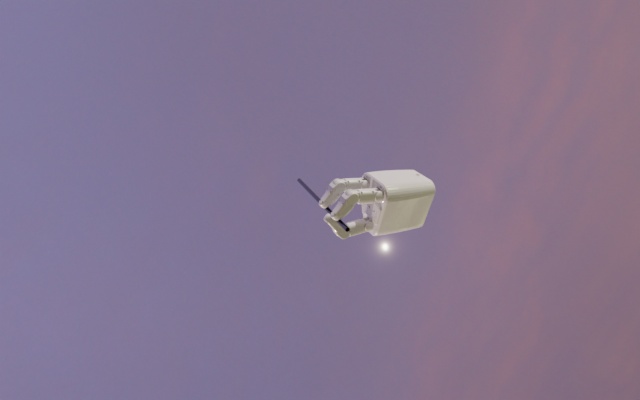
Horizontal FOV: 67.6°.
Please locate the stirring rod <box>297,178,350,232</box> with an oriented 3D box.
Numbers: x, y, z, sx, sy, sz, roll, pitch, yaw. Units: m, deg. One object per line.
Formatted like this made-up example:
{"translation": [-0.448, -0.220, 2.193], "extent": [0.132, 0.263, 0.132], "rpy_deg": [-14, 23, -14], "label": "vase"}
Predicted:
{"translation": [0.000, 0.003, 0.893], "extent": [0.011, 0.011, 0.239], "rpy_deg": [0, 22, -24], "label": "stirring rod"}
